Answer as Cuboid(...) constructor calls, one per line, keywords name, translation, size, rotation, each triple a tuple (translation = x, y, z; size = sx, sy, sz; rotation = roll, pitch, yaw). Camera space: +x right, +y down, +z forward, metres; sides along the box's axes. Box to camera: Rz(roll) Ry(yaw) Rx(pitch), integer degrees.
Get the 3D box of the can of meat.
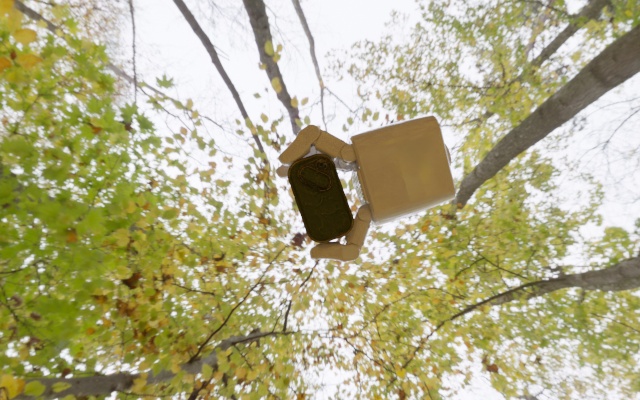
Cuboid(name="can of meat", translation=(0.000, 0.002, 0.589), size=(0.057, 0.102, 0.084), rotation=(-19, -7, -2))
